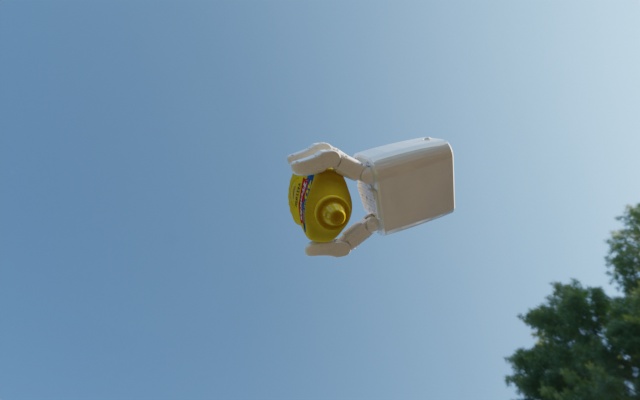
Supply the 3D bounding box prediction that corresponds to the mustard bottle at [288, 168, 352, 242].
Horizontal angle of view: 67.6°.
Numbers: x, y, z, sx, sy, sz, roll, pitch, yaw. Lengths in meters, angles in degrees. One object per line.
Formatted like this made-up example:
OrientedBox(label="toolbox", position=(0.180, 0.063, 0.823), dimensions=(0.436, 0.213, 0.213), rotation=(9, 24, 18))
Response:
OrientedBox(label="mustard bottle", position=(0.000, 0.002, 0.618), dimensions=(0.058, 0.096, 0.191), rotation=(8, 9, -14))
